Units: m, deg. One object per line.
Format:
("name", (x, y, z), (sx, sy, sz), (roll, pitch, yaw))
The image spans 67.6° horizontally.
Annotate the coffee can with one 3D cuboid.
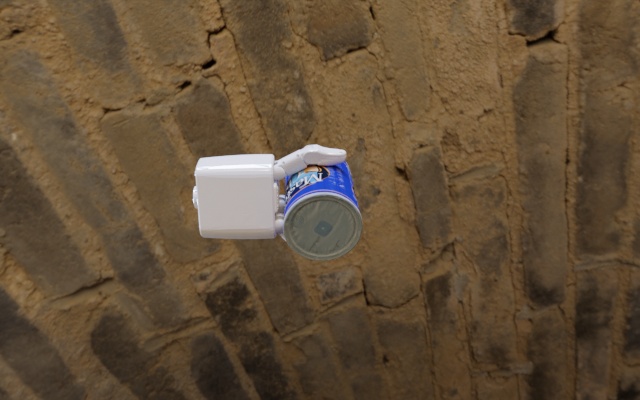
("coffee can", (0.000, 0.002, 0.672), (0.103, 0.103, 0.140), (0, 30, -3))
